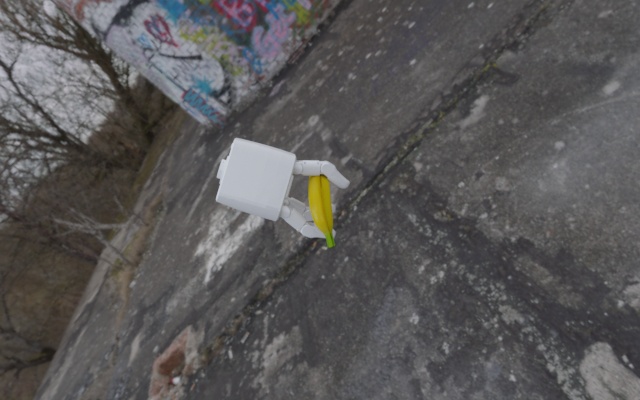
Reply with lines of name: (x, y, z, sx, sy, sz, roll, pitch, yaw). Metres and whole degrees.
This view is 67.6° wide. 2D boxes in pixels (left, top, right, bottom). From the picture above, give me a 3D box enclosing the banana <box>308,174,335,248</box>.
banana: (-0.001, -0.010, 0.810, 0.037, 0.070, 0.197, -5, 39, 1)
